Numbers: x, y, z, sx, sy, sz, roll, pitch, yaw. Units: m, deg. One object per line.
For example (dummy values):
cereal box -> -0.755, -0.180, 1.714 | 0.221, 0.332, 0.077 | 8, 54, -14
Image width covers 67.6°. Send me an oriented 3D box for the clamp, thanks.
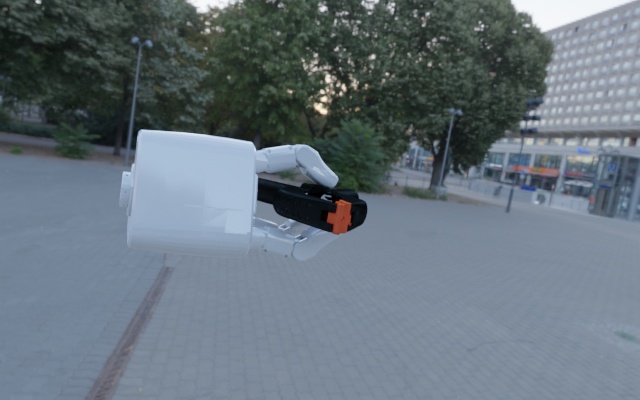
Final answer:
clamp -> 0.000, 0.001, 0.508 | 0.164, 0.036, 0.210 | 6, 7, -23
